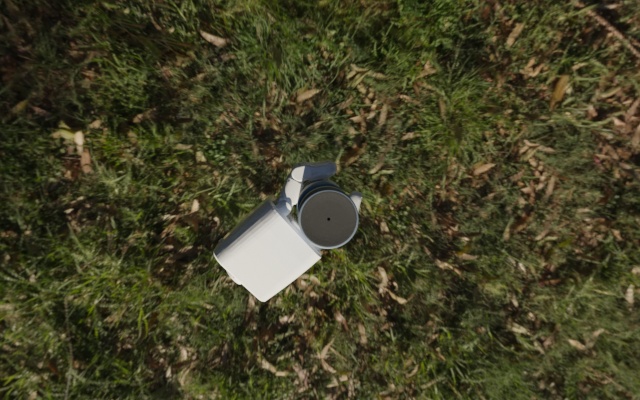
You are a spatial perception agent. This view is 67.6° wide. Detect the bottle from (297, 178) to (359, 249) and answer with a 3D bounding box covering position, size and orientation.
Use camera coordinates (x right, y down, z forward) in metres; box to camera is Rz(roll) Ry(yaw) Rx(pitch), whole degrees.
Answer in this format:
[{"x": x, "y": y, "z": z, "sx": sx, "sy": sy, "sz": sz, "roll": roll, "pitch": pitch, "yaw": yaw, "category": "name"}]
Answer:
[{"x": 0.000, "y": 0.002, "z": 0.666, "sx": 0.069, "sy": 0.069, "sz": 0.295, "roll": 0, "pitch": 7, "yaw": -4, "category": "bottle"}]
